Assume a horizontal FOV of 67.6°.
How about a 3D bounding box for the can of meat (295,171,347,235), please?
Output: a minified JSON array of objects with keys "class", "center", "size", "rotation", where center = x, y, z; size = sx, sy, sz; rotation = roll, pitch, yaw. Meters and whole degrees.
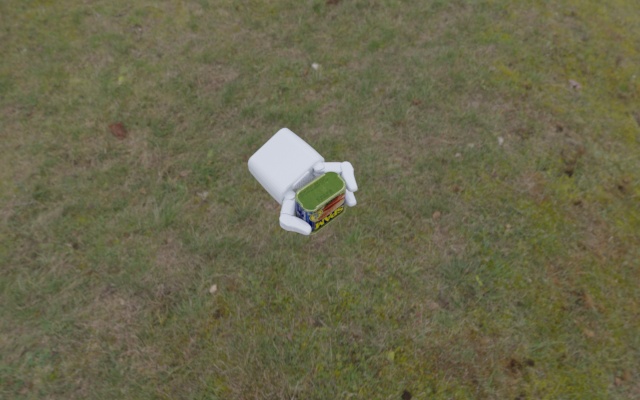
[{"class":"can of meat","center":[0.000,0.003,0.878],"size":[0.102,0.057,0.084],"rotation":[-35,-25,-20]}]
